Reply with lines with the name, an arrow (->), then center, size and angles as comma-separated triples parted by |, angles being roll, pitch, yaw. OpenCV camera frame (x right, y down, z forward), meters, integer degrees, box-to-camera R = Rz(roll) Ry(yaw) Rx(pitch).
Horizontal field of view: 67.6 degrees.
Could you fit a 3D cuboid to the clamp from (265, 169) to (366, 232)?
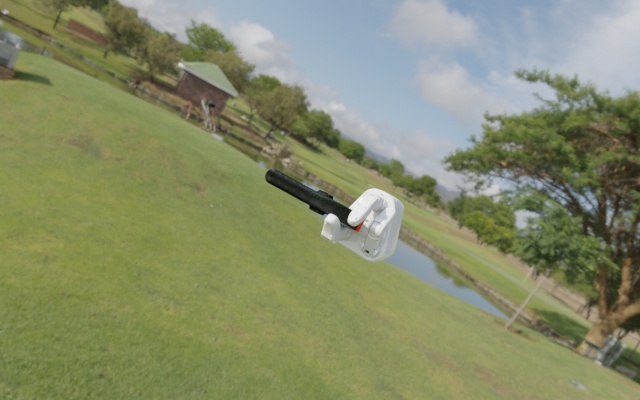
clamp -> 0.000, 0.002, 0.775 | 0.171, 0.039, 0.120 | 31, 7, 19
